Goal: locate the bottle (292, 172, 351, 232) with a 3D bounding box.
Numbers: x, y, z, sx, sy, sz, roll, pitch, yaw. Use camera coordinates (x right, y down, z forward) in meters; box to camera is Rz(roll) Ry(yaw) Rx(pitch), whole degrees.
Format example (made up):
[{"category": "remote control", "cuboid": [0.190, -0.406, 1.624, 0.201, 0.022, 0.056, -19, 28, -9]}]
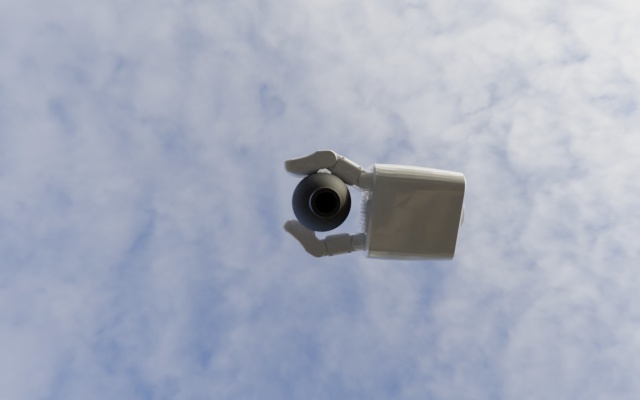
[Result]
[{"category": "bottle", "cuboid": [0.000, 0.002, 0.566, 0.069, 0.069, 0.295, 0, 0, -2]}]
